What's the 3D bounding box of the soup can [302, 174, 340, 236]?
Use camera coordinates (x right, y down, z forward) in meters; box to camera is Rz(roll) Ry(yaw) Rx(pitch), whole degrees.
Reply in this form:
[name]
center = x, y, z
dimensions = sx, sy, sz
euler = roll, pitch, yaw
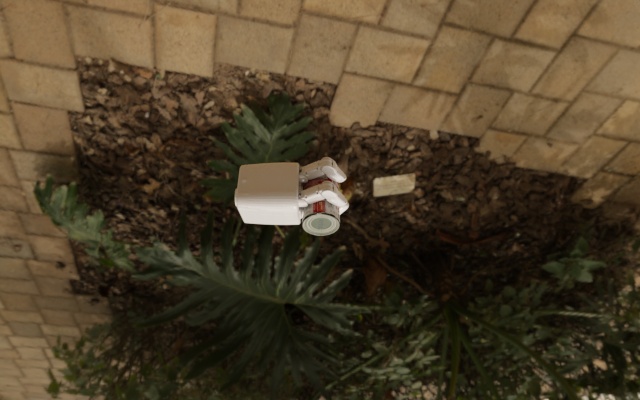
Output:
[soup can]
center = 0.001, 0.003, 0.855
dimensions = 0.068, 0.102, 0.069
euler = 0, -38, 0
